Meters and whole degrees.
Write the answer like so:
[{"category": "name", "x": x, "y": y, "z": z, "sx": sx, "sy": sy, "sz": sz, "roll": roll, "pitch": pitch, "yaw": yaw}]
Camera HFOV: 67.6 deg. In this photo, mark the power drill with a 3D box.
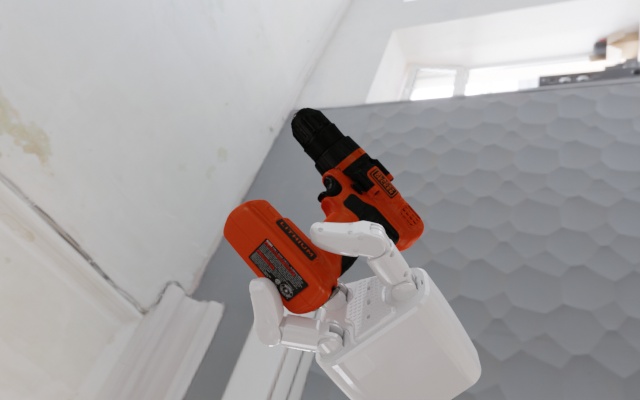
[{"category": "power drill", "x": 0.000, "y": 0.002, "z": 0.450, "sx": 0.187, "sy": 0.184, "sz": 0.057, "roll": -37, "pitch": -8, "yaw": -47}]
